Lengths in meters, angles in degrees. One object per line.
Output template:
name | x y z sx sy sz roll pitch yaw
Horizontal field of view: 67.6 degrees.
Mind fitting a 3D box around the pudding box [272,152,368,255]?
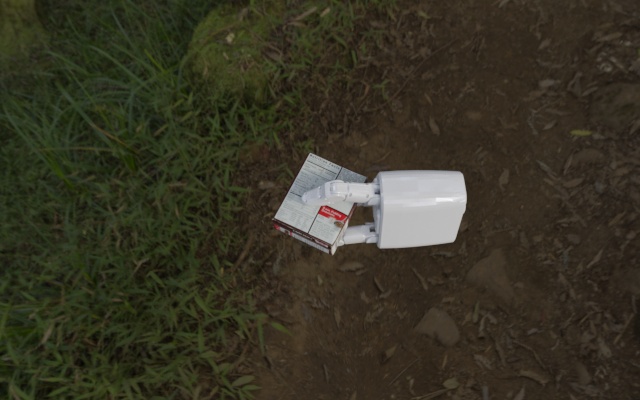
pudding box | 0.000 0.002 0.634 0.090 0.113 0.039 24 -21 9
